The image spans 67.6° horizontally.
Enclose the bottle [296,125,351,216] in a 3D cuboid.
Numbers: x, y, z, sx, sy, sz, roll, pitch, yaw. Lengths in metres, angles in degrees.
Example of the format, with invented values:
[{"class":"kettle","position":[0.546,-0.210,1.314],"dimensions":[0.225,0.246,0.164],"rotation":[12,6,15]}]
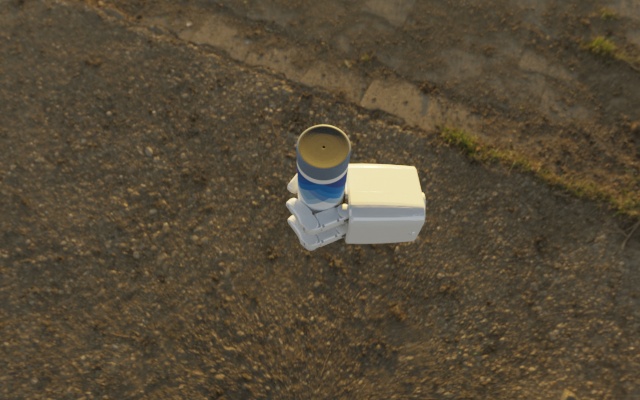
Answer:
[{"class":"bottle","position":[0.000,0.002,0.708],"dimensions":[0.069,0.069,0.296],"rotation":[0,-27,-2]}]
